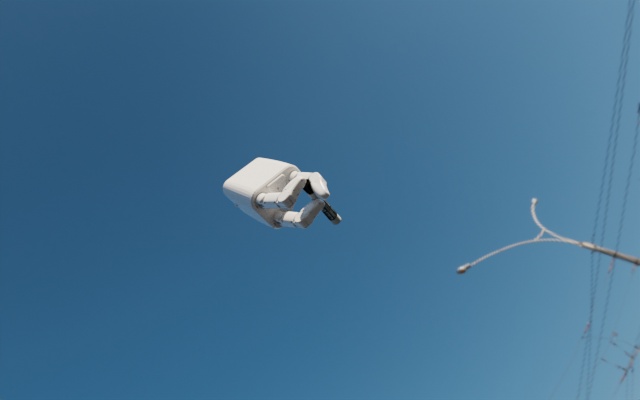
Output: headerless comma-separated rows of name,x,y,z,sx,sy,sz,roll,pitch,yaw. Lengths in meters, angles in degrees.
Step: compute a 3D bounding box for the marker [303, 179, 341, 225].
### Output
marker,0.000,0.003,0.842,0.020,0.020,0.121,0,-36,38
